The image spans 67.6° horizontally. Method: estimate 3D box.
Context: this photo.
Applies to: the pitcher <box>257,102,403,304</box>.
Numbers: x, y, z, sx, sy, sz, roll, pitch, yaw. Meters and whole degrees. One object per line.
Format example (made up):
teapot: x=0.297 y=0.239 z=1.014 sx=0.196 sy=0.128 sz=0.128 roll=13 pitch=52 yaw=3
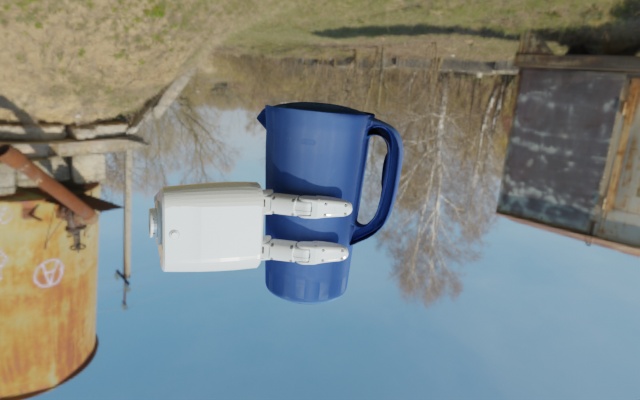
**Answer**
pitcher: x=0.000 y=0.002 z=0.597 sx=0.145 sy=0.243 sz=0.149 roll=-2 pitch=15 yaw=-25
